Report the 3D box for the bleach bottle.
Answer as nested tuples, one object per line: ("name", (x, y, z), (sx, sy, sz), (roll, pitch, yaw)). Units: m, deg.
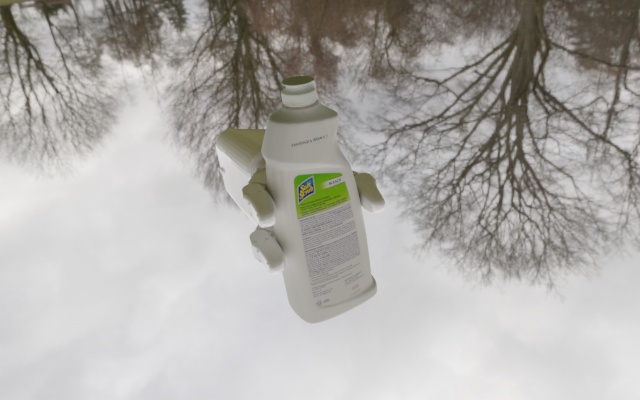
("bleach bottle", (0.000, 0.002, 0.477), (0.102, 0.251, 0.068), (-21, 33, -24))
